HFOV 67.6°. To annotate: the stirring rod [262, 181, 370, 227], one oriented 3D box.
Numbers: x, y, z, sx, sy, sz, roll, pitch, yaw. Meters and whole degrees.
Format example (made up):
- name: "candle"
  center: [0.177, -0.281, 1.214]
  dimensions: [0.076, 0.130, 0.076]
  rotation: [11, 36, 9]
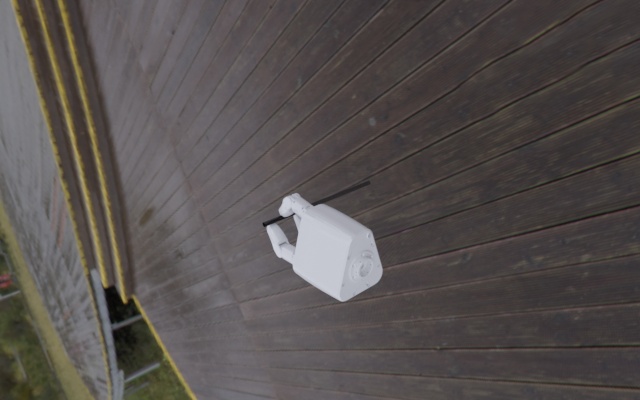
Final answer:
- name: "stirring rod"
  center: [0.000, 0.003, 0.848]
  dimensions: [0.239, 0.011, 0.011]
  rotation: [-22, 12, -34]
